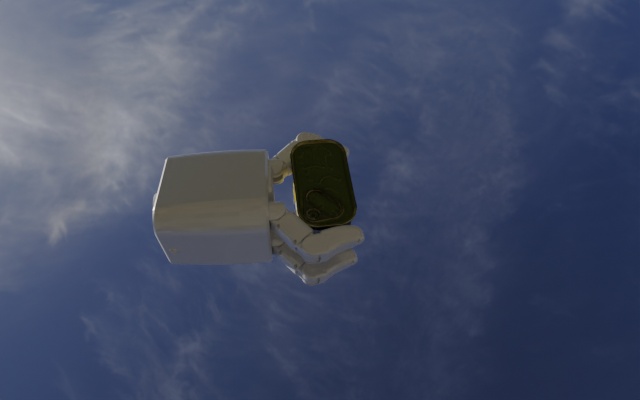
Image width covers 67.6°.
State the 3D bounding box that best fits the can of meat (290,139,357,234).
[{"bbox_3d":[0.000,0.002,0.503,0.057,0.102,0.084,-5,-31,-7],"label":"can of meat"}]
